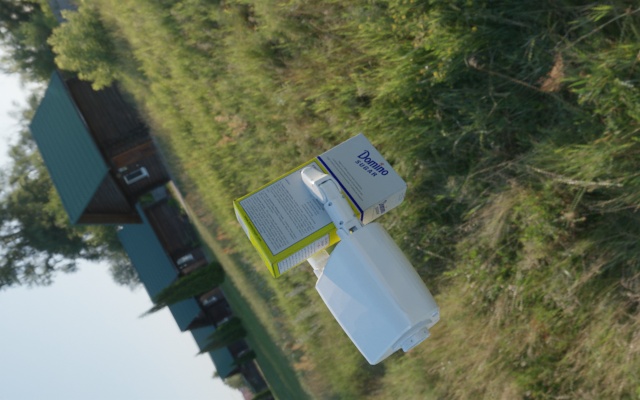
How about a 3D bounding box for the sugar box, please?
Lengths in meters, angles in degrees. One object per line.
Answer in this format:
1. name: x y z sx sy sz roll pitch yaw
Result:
1. sugar box: 0.000 0.002 0.542 0.176 0.093 0.048 -28 -27 -17
